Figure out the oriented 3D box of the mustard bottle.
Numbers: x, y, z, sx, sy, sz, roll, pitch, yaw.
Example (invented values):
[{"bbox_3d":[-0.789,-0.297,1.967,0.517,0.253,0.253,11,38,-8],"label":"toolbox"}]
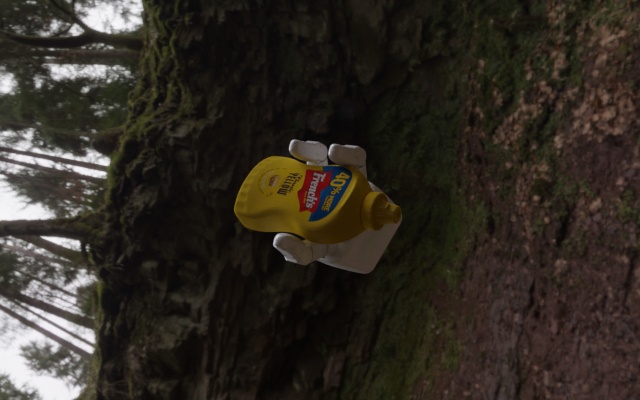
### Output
[{"bbox_3d":[0.000,0.002,0.539,0.191,0.096,0.058,10,-36,32],"label":"mustard bottle"}]
